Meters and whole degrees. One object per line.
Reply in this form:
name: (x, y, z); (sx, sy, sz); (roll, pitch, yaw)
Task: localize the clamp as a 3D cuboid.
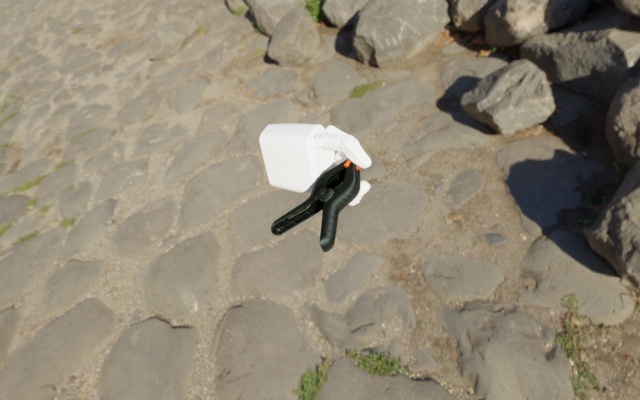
clamp: (0.000, 0.002, 0.738); (0.120, 0.171, 0.039); (9, -39, 32)
